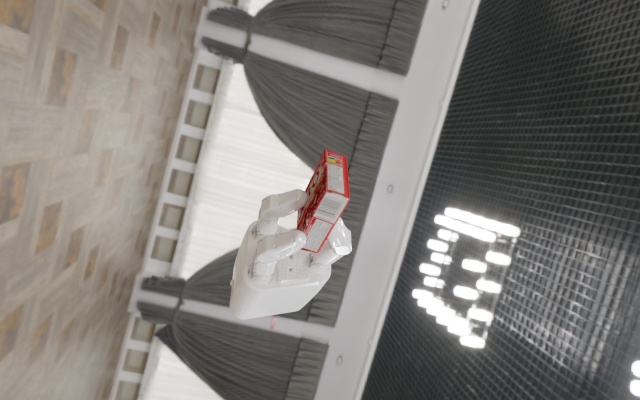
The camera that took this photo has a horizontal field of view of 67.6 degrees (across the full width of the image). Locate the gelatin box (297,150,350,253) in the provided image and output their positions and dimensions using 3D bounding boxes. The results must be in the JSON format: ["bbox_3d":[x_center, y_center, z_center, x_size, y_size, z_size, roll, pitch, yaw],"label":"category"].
[{"bbox_3d":[0.001,0.002,0.521,0.030,0.089,0.073,18,38,-14],"label":"gelatin box"}]
